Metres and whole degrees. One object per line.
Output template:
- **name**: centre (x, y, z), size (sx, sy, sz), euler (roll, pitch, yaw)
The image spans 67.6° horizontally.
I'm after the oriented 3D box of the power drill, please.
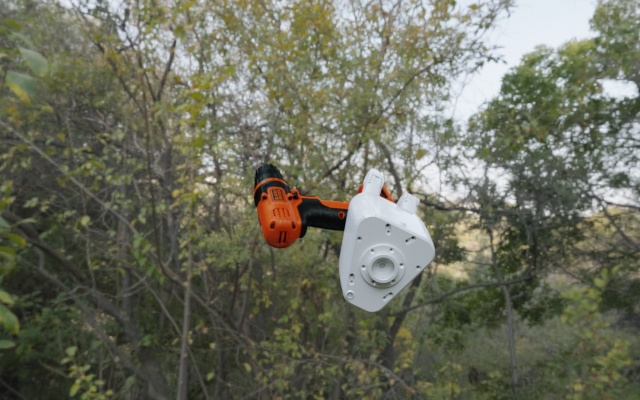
- **power drill**: centre (0.001, 0.002, 0.676), size (0.187, 0.057, 0.184), euler (0, 32, -13)
